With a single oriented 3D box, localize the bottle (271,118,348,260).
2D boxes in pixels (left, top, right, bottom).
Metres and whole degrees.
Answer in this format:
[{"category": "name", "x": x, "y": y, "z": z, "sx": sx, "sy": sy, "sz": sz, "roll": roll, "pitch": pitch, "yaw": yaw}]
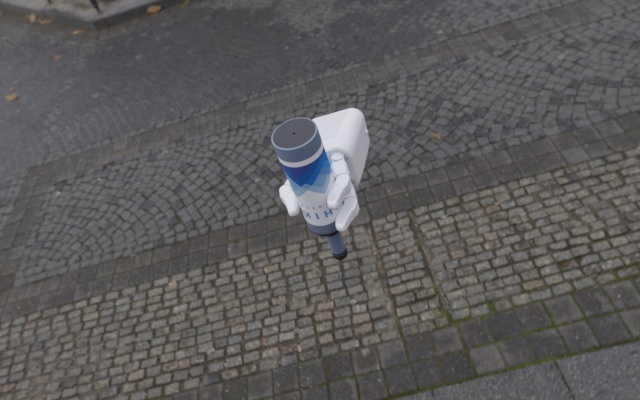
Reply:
[{"category": "bottle", "x": 0.000, "y": 0.002, "z": 0.761, "sx": 0.069, "sy": 0.069, "sz": 0.296, "roll": 0, "pitch": -40, "yaw": 19}]
